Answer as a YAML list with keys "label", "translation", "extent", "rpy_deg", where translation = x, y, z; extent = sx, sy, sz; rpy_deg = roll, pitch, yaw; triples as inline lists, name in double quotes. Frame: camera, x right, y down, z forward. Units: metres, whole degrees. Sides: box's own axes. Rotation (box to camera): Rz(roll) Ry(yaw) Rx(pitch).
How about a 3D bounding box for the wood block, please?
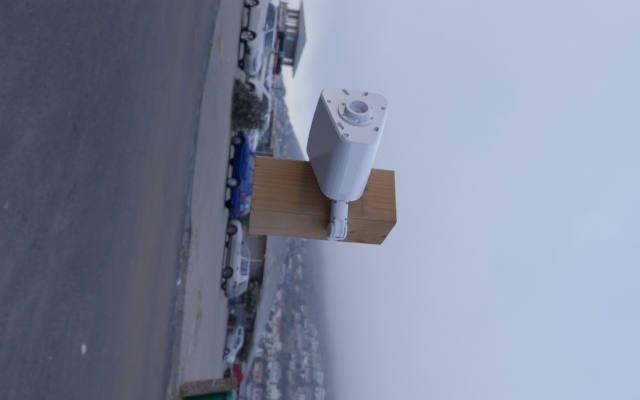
- label: "wood block"
  translation: [0.000, 0.002, 0.713]
  extent: [0.206, 0.090, 0.090]
  rpy_deg: [6, -27, -7]
